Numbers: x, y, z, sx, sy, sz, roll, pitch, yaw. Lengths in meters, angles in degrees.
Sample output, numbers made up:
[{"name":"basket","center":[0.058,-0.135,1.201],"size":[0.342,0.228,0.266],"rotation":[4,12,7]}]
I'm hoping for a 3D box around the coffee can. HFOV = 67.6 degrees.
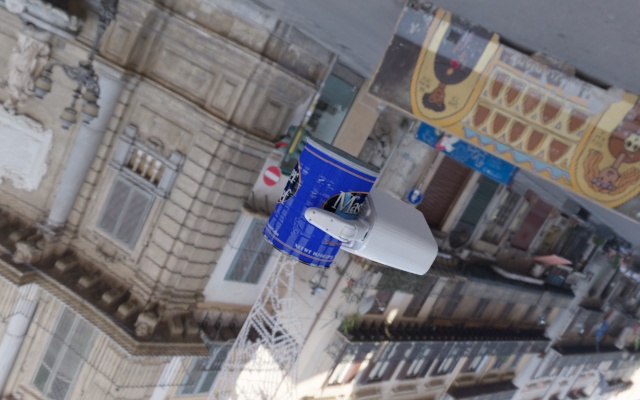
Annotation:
[{"name":"coffee can","center":[0.000,0.002,0.621],"size":[0.103,0.140,0.103],"rotation":[26,10,-5]}]
